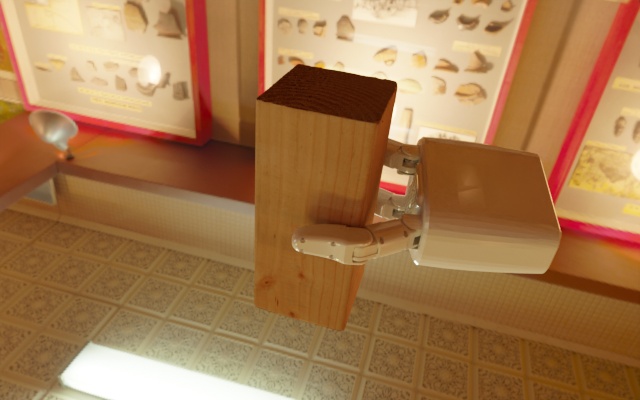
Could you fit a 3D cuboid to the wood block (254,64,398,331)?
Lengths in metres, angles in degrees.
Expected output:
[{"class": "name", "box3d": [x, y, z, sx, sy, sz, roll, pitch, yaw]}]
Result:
[{"class": "wood block", "box3d": [0.000, 0.002, 0.415, 0.090, 0.206, 0.090, 13, 34, 11]}]
